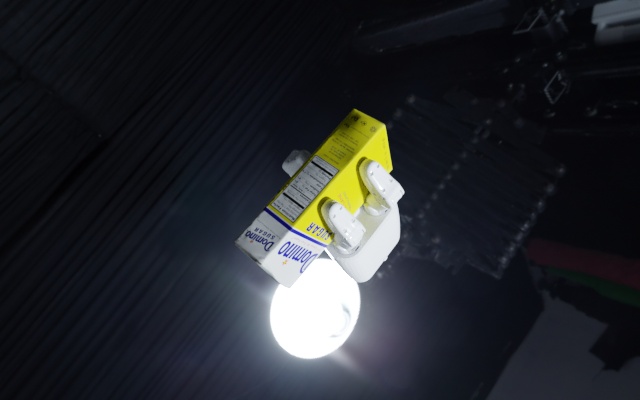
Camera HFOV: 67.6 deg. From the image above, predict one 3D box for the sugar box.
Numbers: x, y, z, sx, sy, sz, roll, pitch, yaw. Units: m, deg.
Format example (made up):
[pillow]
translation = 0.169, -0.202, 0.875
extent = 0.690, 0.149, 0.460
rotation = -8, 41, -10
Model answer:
[sugar box]
translation = 0.001, 0.002, 0.479
extent = 0.048, 0.176, 0.093
rotation = 33, -13, 25
